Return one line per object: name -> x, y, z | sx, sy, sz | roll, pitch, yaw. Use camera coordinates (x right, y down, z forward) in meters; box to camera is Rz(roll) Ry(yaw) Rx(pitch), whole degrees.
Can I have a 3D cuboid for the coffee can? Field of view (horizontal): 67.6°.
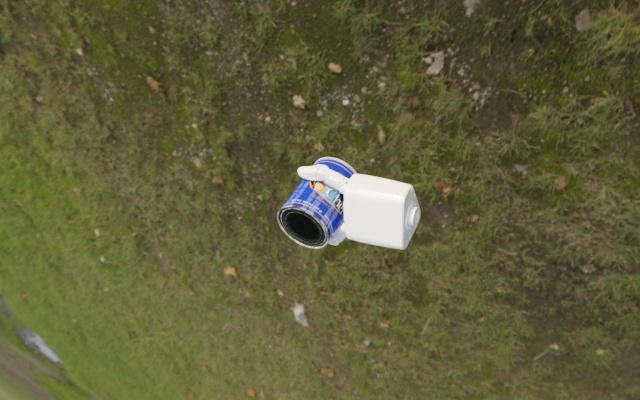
coffee can -> 0.000, 0.003, 0.870 | 0.103, 0.103, 0.140 | 0, 41, 37
